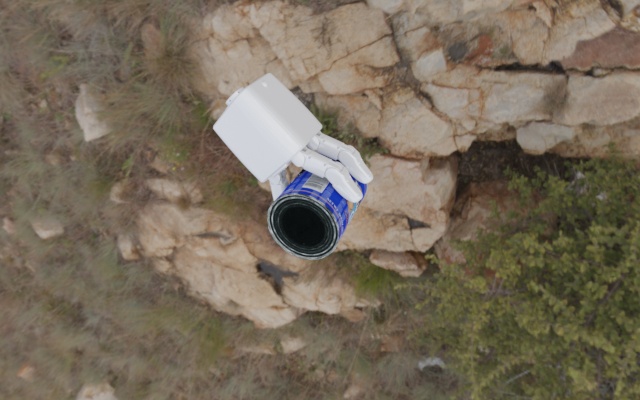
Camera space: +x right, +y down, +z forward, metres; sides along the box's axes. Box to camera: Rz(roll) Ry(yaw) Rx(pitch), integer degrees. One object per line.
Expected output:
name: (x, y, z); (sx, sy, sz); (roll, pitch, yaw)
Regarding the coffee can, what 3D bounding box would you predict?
coffee can: (0.000, 0.002, 0.680); (0.103, 0.103, 0.140); (0, 29, 23)
